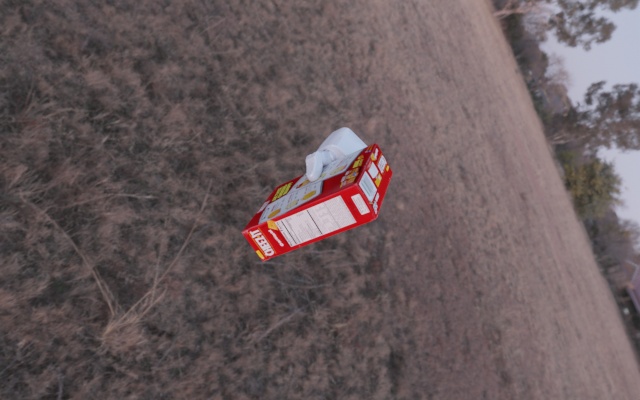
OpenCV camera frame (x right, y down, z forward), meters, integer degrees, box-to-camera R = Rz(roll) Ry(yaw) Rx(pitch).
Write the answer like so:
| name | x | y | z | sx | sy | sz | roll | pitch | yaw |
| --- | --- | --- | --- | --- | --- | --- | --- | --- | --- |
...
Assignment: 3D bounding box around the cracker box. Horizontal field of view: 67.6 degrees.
| name | x | y | z | sx | sy | sz | roll | pitch | yaw |
| --- | --- | --- | --- | --- | --- | --- | --- | --- | --- |
| cracker box | 0.000 | 0.002 | 0.777 | 0.214 | 0.072 | 0.164 | -23 | 19 | 27 |
